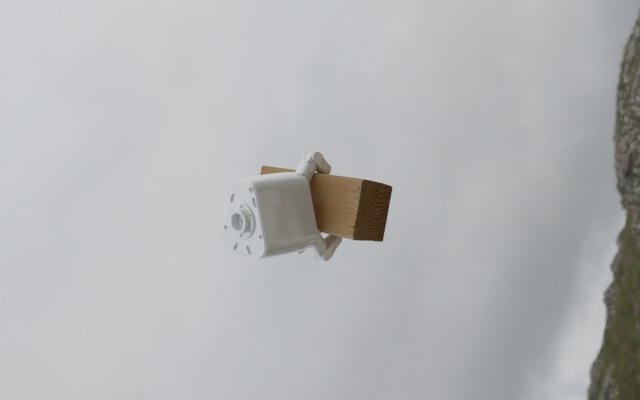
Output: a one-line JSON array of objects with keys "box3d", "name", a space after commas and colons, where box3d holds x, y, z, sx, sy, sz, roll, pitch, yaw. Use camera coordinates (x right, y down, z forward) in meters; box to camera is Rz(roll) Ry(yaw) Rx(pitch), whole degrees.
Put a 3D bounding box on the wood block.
[{"box3d": [0.000, 0.002, 0.773, 0.206, 0.091, 0.090, 11, 1, 38], "name": "wood block"}]
